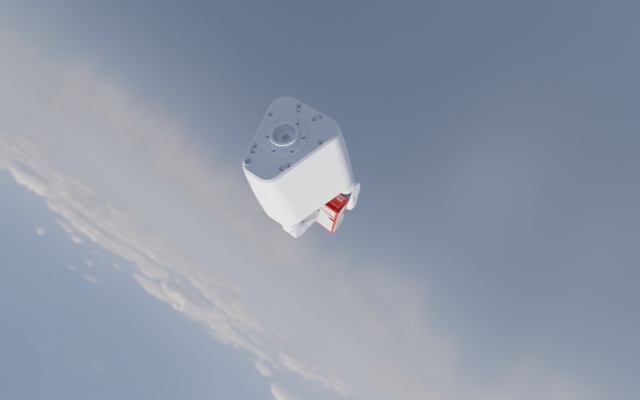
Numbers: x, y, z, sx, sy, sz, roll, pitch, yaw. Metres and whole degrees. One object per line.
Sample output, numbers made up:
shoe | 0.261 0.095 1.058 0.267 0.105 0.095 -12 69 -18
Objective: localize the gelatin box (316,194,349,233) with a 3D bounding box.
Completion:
gelatin box | 0.000 0.003 0.677 0.073 0.030 0.089 37 -19 11
